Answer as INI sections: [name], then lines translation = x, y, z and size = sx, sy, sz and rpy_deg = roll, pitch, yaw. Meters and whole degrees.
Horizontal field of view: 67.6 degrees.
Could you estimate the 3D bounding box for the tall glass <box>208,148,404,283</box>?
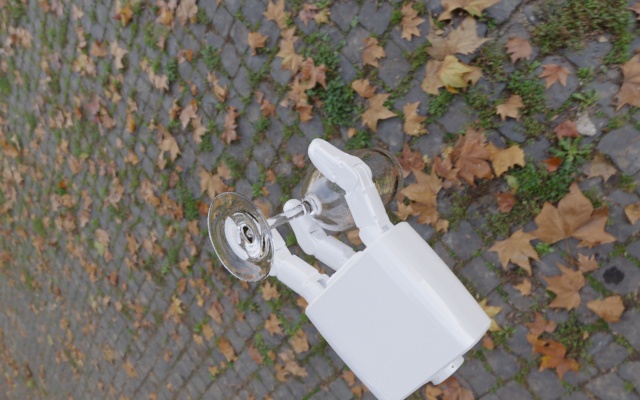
[tall glass]
translation = 0.000, 0.001, 0.438
size = 0.079, 0.079, 0.201
rpy_deg = 0, 16, 41
